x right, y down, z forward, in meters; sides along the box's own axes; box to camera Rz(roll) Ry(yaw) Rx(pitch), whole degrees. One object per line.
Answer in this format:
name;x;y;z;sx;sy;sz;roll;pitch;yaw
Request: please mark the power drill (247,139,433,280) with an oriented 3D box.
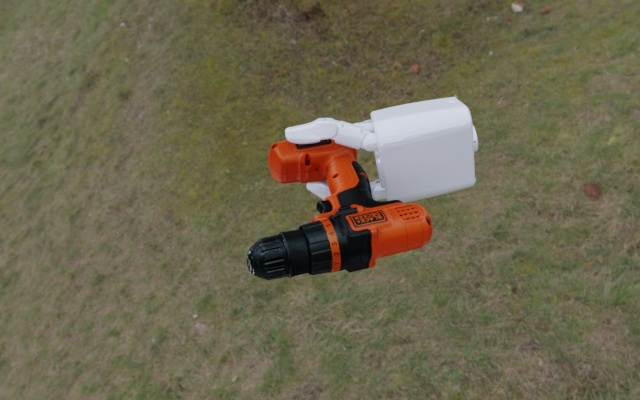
power drill;0.000;0.001;0.512;0.184;0.057;0.187;-10;41;-15
